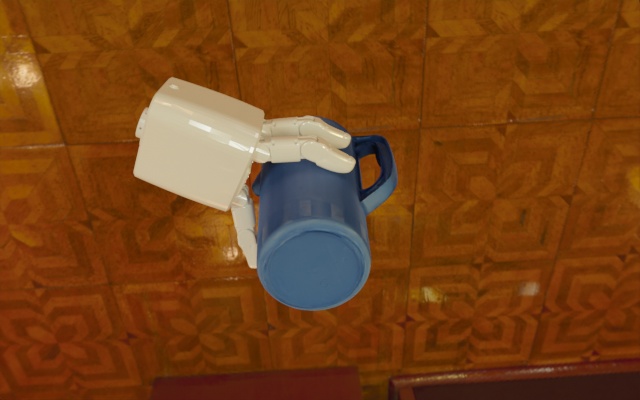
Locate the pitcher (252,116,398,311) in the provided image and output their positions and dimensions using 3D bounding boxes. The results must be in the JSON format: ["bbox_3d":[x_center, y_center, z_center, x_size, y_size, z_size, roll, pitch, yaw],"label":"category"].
[{"bbox_3d":[0.000,0.002,0.540,0.145,0.149,0.242,20,27,-13],"label":"pitcher"}]
